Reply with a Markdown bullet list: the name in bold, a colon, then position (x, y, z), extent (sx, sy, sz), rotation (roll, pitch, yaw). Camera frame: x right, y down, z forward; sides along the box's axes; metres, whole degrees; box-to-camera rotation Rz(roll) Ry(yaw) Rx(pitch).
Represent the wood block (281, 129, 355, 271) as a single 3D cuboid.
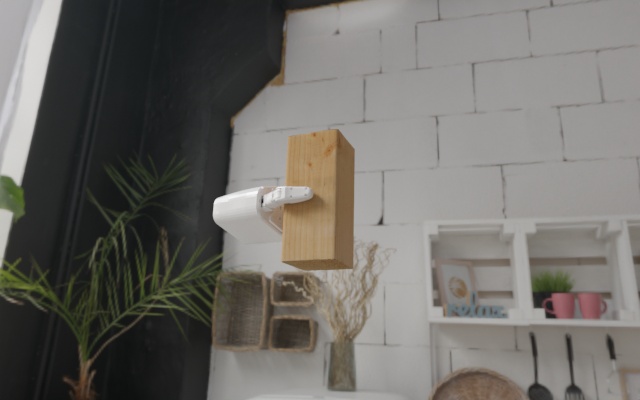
- **wood block**: position (0.000, 0.002, 0.766), extent (0.090, 0.206, 0.091), rotation (-5, -18, 22)
